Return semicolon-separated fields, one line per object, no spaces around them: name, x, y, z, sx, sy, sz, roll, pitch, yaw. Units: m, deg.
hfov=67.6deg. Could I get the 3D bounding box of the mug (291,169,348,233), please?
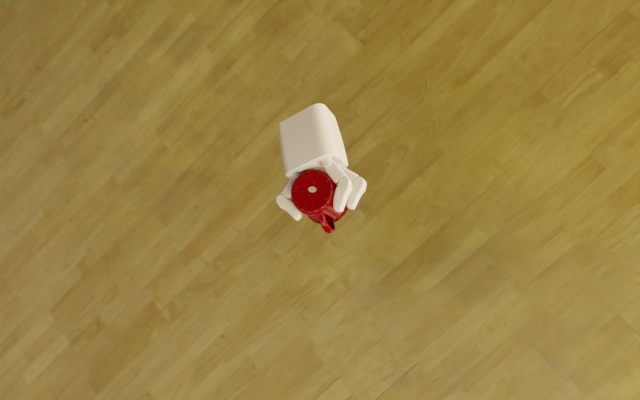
mug;0.000;0.004;0.860;0.093;0.117;0.081;-18;-17;16
